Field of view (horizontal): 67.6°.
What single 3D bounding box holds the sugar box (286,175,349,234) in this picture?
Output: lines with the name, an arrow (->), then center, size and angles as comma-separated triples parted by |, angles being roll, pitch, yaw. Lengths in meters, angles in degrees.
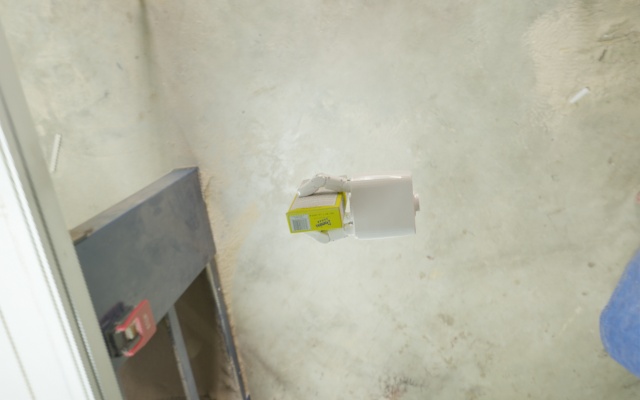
sugar box -> 0.000, 0.003, 0.873 | 0.093, 0.048, 0.176 | -6, 17, 11
